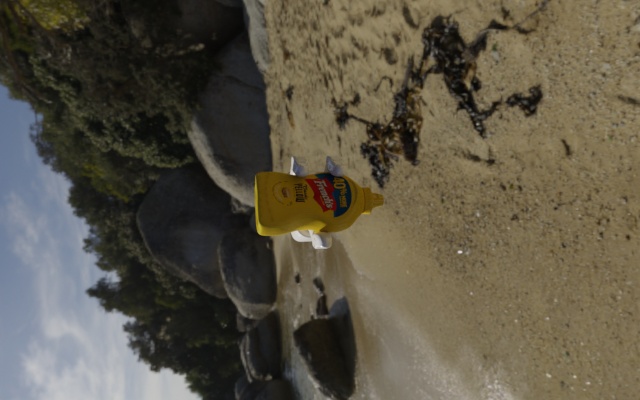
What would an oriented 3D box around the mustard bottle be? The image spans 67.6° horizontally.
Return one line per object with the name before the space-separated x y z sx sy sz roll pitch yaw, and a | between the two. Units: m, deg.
mustard bottle | 0.000 0.002 0.711 0.191 0.096 0.058 -1 -36 -11
